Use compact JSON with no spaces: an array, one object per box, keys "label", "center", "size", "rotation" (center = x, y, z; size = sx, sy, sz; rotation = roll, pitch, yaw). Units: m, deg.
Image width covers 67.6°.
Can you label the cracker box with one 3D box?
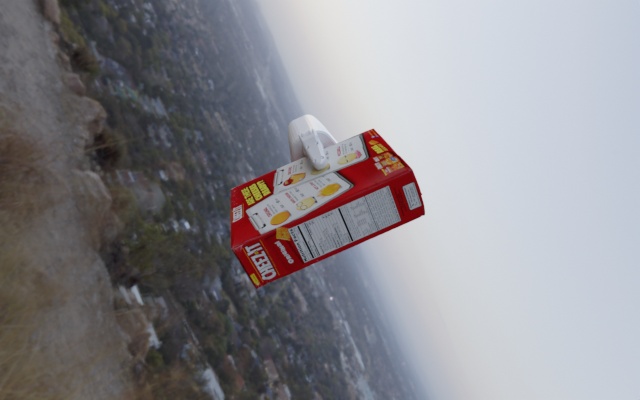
[{"label":"cracker box","center":[0.000,0.002,0.590],"size":[0.214,0.072,0.164],"rotation":[-24,26,1]}]
